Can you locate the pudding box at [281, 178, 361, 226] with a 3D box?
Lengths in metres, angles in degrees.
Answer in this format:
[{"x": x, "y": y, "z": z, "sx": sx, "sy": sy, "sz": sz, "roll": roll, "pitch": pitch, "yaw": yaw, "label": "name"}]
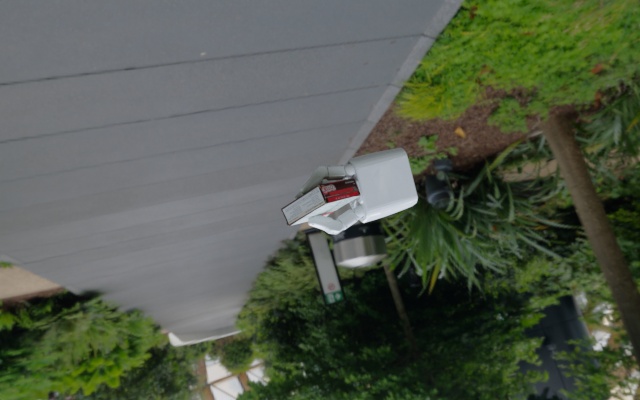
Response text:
[{"x": 0.000, "y": 0.003, "z": 0.829, "sx": 0.090, "sy": 0.039, "sz": 0.113, "roll": -11, "pitch": -16, "yaw": -44, "label": "pudding box"}]
